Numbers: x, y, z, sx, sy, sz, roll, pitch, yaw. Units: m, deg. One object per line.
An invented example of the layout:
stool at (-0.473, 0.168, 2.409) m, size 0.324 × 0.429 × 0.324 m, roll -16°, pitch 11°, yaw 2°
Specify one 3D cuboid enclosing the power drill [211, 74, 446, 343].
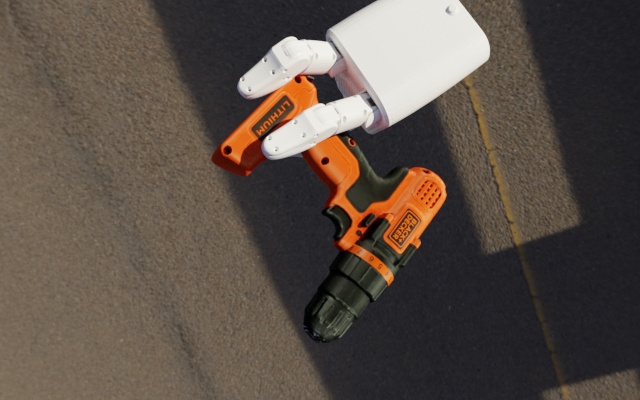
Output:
power drill at (0.000, 0.001, 0.412) m, size 0.188 × 0.184 × 0.057 m, roll 44°, pitch -19°, yaw -12°
